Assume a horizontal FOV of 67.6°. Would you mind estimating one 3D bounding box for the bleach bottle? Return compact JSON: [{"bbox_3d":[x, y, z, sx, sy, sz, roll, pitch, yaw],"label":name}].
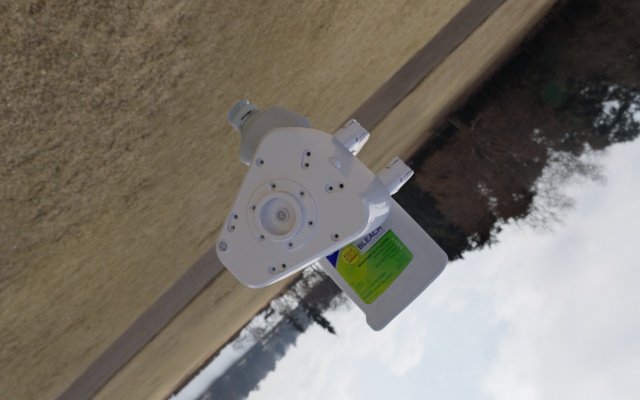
[{"bbox_3d":[0.000,0.001,0.467,0.251,0.102,0.068,44,14,7],"label":"bleach bottle"}]
